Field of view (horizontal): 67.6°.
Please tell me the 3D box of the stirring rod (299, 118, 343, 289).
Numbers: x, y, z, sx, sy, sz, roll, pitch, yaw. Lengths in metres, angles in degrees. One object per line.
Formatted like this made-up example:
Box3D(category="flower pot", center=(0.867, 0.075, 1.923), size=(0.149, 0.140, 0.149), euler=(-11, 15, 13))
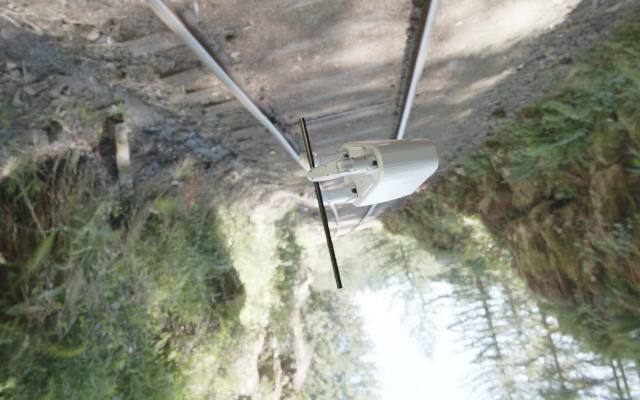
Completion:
Box3D(category="stirring rod", center=(0.000, 0.002, 0.656), size=(0.011, 0.239, 0.011), euler=(-13, -6, -1))
